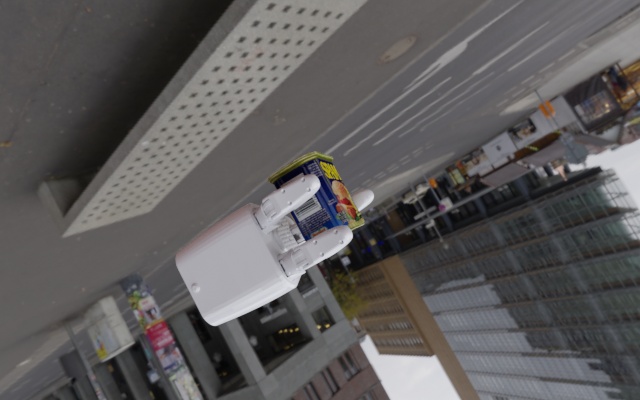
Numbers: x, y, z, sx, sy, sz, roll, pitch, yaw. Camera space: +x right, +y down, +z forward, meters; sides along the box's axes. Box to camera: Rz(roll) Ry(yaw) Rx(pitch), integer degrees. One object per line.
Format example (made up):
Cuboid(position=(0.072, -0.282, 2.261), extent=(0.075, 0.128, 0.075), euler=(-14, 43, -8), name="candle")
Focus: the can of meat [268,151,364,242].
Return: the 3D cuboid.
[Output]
Cuboid(position=(0.000, 0.002, 0.494), extent=(0.057, 0.084, 0.102), euler=(-30, -6, 12), name="can of meat")
